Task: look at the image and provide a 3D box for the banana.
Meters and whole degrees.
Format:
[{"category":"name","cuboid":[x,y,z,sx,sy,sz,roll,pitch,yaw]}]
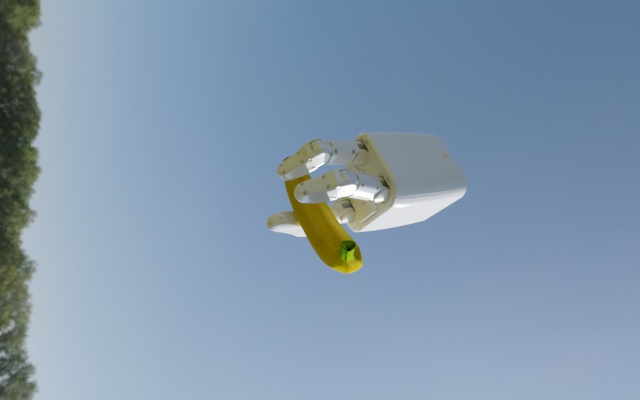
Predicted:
[{"category":"banana","cuboid":[0.002,0.019,0.501,0.037,0.070,0.197,-13,32,-17]}]
